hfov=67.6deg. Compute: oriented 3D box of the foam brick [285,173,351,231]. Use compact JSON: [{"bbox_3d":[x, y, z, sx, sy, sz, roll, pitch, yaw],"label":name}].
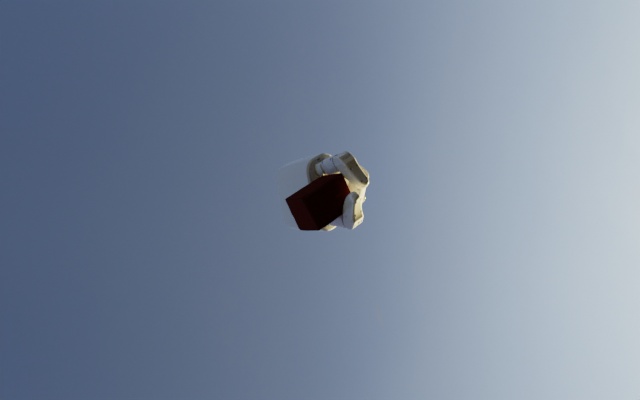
[{"bbox_3d":[0.000,0.002,0.678,0.078,0.053,0.051,-33,17,-31],"label":"foam brick"}]
